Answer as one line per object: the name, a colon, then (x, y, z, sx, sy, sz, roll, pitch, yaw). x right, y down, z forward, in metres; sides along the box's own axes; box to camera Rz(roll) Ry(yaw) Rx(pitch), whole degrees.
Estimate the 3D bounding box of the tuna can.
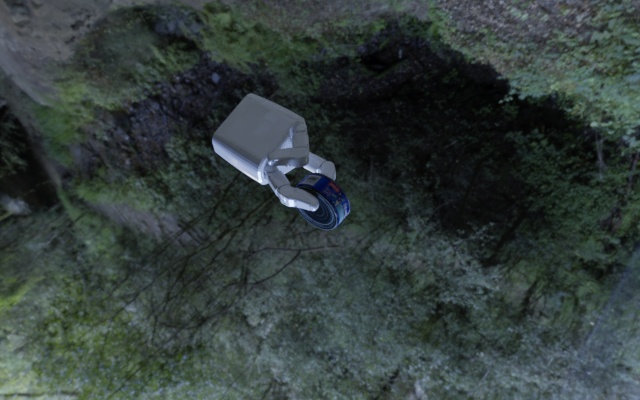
tuna can: (0.000, 0.003, 0.708, 0.086, 0.086, 0.033, 0, 38, 48)
